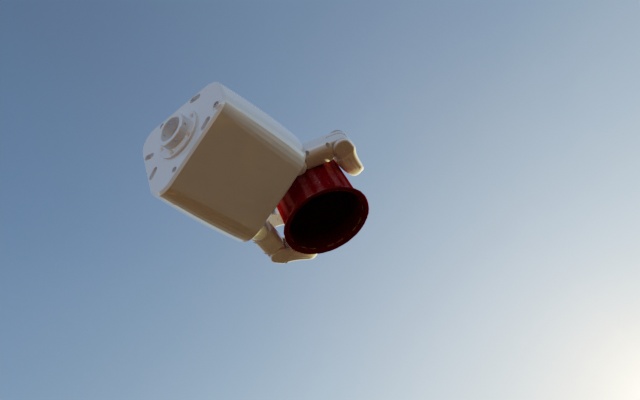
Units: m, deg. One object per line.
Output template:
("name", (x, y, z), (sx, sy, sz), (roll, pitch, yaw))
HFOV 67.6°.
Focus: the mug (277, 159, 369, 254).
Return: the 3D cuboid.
("mug", (0.001, 0.002, 0.521), (0.117, 0.093, 0.081), (36, 18, -44))
